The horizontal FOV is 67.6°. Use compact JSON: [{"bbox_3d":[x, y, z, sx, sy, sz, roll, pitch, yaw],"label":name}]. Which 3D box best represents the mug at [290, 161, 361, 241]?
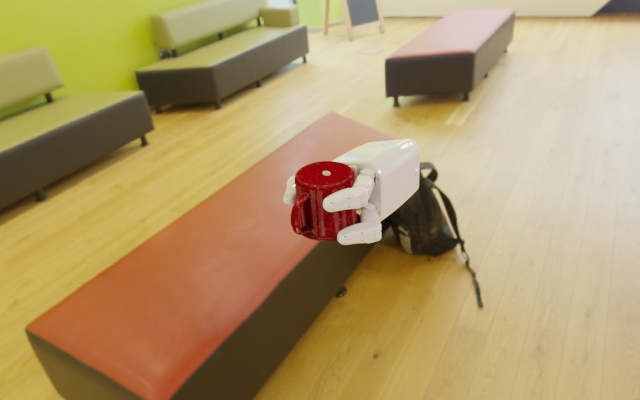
[{"bbox_3d":[-0.001,0.003,0.653,0.093,0.081,0.117,20,38,36],"label":"mug"}]
